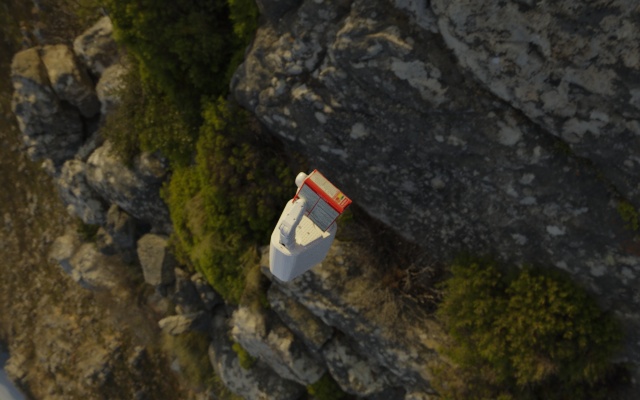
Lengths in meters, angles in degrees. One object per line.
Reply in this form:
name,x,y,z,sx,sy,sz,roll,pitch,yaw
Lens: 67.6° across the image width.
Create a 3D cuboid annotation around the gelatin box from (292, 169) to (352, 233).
gelatin box,0.000,0.003,0.732,0.030,0.073,0.089,-46,-4,-29
